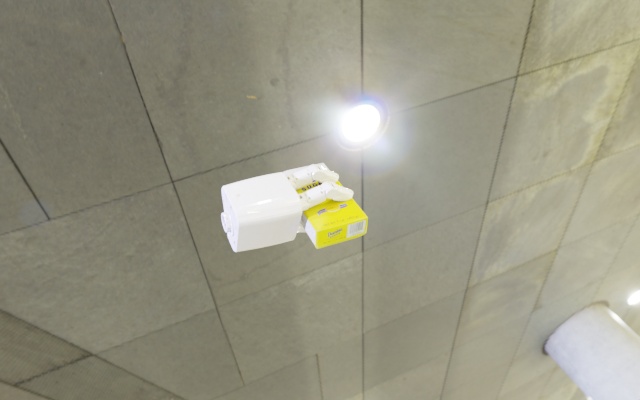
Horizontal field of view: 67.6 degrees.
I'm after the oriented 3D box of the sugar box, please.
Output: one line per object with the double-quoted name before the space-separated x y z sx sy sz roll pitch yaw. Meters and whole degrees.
"sugar box" 0.000 0.002 0.826 0.093 0.048 0.176 -14 43 -21
